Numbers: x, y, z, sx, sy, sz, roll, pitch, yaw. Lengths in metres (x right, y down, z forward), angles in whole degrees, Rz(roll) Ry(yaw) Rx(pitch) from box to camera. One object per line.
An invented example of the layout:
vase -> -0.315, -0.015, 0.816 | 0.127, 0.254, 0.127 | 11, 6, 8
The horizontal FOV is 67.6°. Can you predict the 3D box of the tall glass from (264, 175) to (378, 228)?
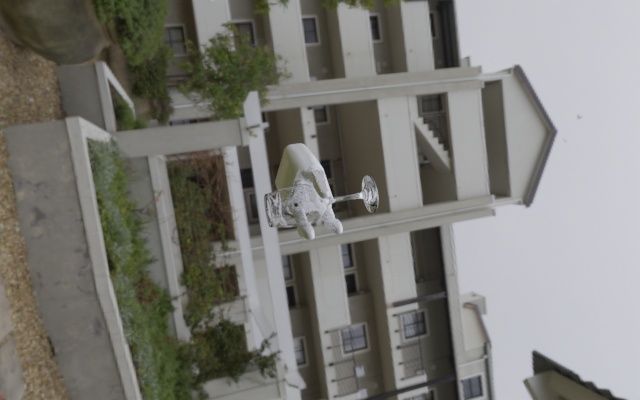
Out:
tall glass -> 0.001, 0.003, 0.883 | 0.201, 0.079, 0.079 | -10, 2, -15
